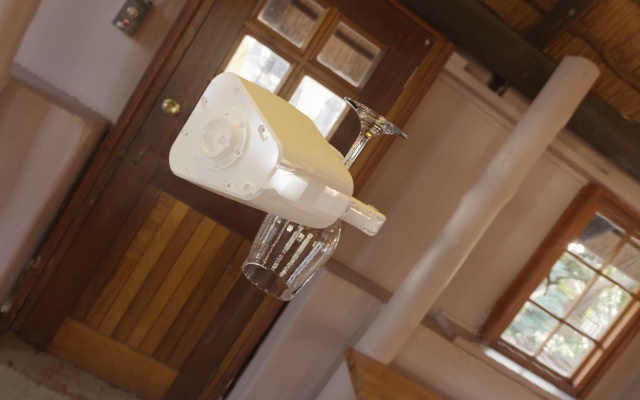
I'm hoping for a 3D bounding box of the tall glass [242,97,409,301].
[{"bbox_3d":[0.001,0.001,0.477,0.079,0.201,0.079,33,7,-5],"label":"tall glass"}]
